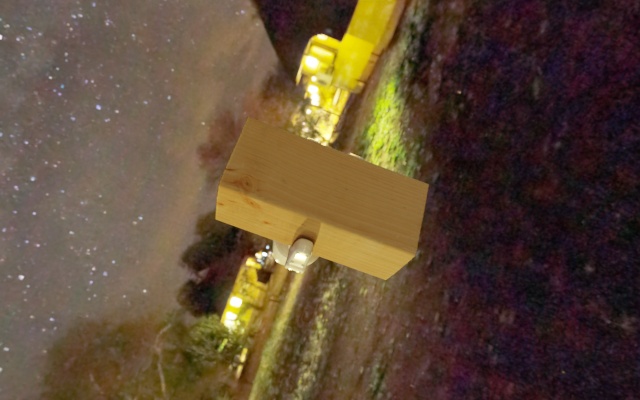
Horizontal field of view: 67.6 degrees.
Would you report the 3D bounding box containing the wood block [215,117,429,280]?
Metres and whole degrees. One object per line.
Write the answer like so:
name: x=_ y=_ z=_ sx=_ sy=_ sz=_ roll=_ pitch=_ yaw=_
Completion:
wood block: x=0.000 y=0.002 z=0.521 sx=0.206 sy=0.090 sz=0.090 roll=20 pitch=-29 yaw=-5
